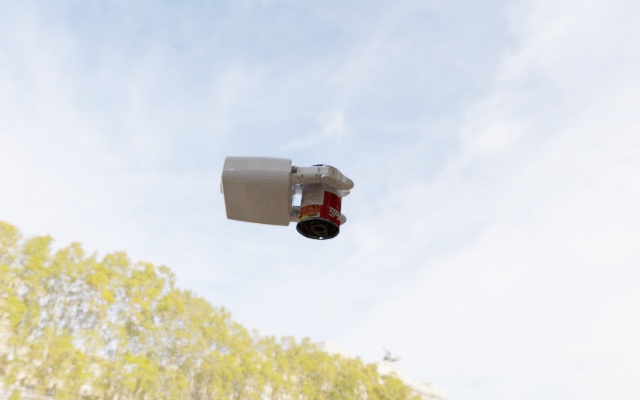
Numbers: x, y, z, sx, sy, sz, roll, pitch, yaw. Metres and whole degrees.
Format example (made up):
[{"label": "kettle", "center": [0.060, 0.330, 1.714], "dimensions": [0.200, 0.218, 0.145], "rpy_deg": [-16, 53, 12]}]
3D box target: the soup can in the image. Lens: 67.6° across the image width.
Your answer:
[{"label": "soup can", "center": [0.001, 0.002, 0.752], "dimensions": [0.068, 0.102, 0.068], "rpy_deg": [4, -32, 3]}]
